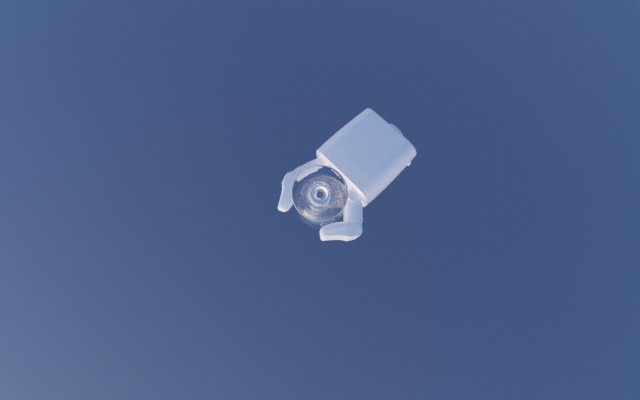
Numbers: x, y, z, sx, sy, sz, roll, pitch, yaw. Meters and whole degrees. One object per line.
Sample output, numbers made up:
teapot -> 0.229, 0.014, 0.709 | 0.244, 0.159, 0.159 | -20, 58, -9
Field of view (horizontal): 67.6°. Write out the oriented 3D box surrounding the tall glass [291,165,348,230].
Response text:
tall glass -> 0.000, 0.002, 0.717 | 0.079, 0.079, 0.201 | 0, -7, 0
